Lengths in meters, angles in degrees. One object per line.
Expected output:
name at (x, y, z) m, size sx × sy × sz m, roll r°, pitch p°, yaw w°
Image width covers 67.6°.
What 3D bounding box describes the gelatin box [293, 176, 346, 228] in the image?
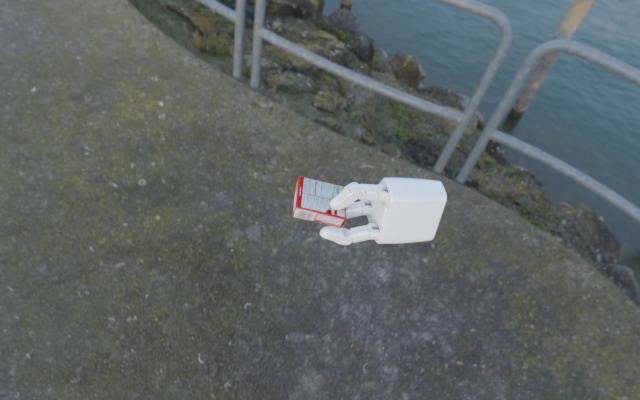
gelatin box at (0.000, 0.002, 0.817) m, size 0.089 × 0.073 × 0.030 m, roll 13°, pitch -42°, yaw -11°
